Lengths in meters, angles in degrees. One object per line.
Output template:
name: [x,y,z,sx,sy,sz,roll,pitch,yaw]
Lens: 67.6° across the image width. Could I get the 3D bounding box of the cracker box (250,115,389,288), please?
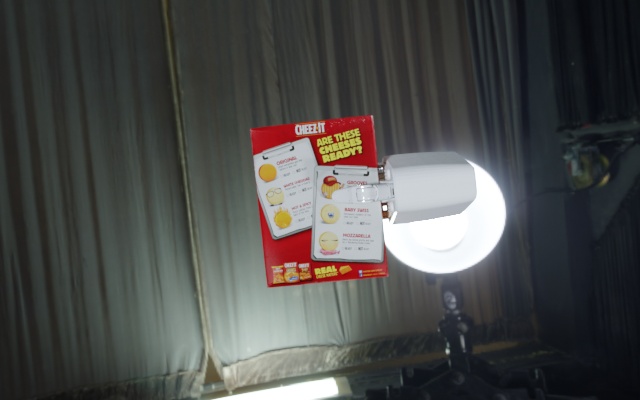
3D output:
cracker box: [0.000,0.002,0.654,0.164,0.213,0.072,-6,1,1]
